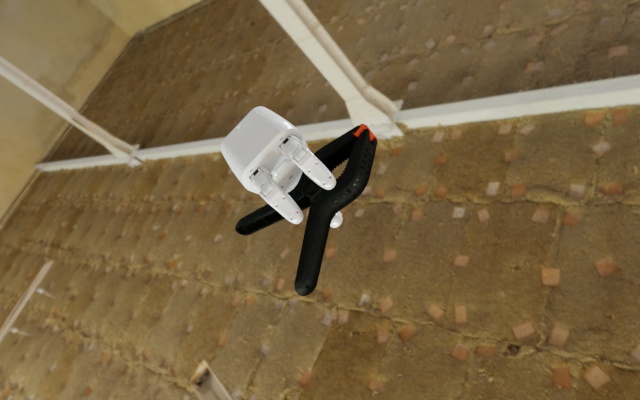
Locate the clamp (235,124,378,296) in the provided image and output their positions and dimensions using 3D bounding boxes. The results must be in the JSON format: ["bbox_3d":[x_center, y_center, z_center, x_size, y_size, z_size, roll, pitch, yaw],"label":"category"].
[{"bbox_3d":[0.001,0.002,0.568,0.036,0.210,0.164,42,2,-44],"label":"clamp"}]
